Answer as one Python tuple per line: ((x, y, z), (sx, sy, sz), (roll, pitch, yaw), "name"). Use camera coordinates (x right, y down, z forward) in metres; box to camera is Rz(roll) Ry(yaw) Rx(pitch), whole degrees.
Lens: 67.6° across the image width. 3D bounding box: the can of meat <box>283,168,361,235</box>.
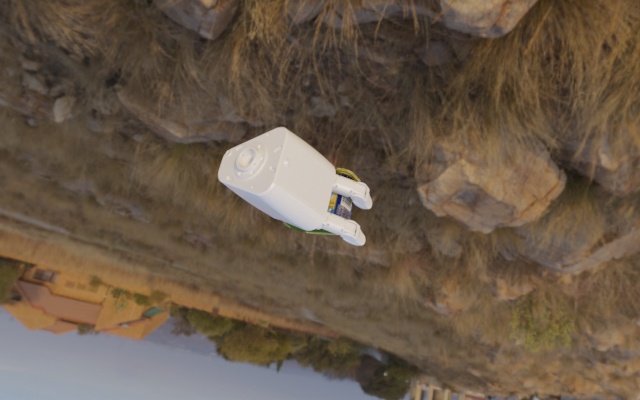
((0.000, 0.003, 0.702), (0.102, 0.084, 0.057), (1, -24, 32), "can of meat")
